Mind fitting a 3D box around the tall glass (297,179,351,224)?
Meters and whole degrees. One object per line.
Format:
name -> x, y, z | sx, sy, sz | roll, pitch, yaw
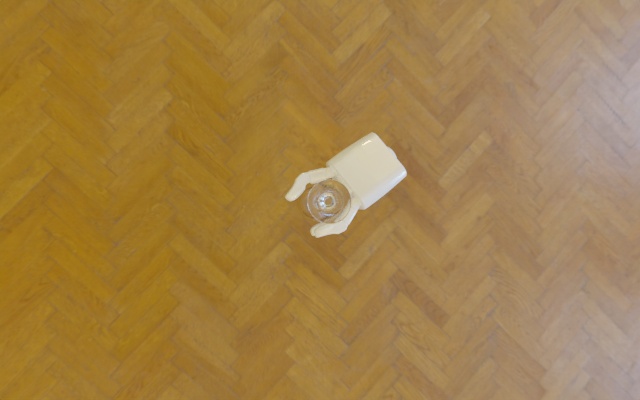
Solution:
tall glass -> 0.000, 0.003, 0.887 | 0.079, 0.079, 0.201 | 0, -1, -9
